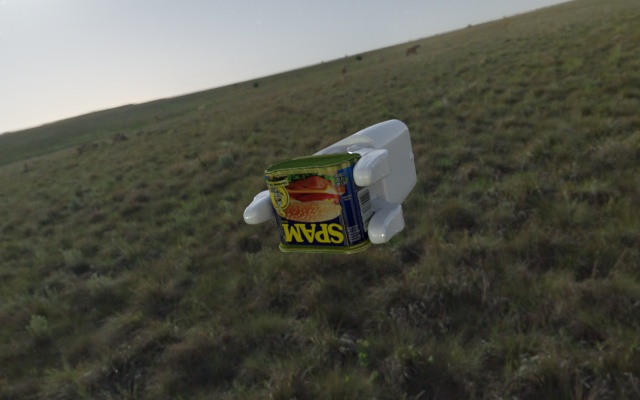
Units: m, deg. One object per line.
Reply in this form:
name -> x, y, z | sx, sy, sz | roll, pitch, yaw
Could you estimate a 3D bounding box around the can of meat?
can of meat -> 0.000, 0.001, 0.462 | 0.102, 0.084, 0.057 | -2, 18, 34
